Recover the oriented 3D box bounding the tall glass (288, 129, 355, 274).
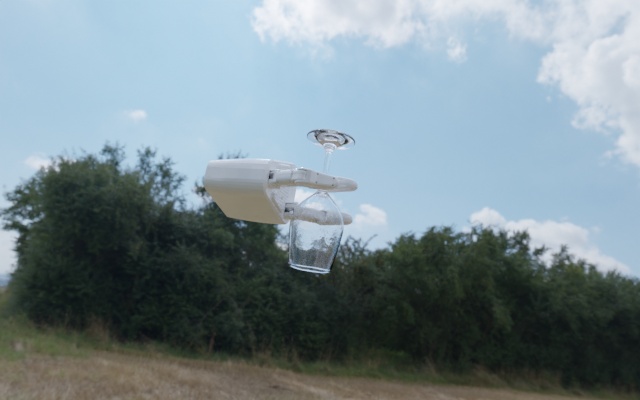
[{"bbox_3d":[0.000,0.002,0.698,0.079,0.201,0.079,9,-14,2],"label":"tall glass"}]
